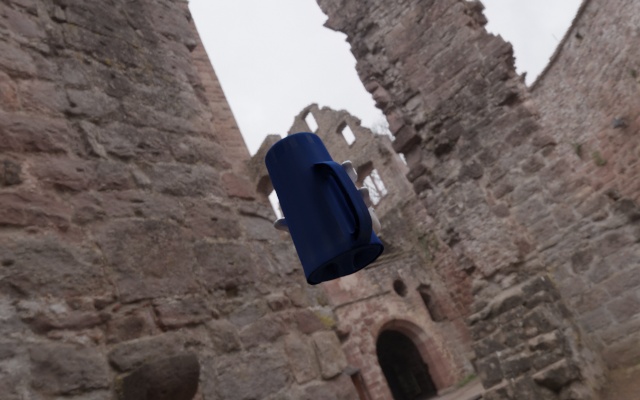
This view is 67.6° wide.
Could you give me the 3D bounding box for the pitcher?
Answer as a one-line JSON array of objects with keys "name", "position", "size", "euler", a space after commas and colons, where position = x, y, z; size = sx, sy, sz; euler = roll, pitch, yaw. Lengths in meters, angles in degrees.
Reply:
[{"name": "pitcher", "position": [0.000, 0.003, 0.789], "size": [0.149, 0.242, 0.145], "euler": [-31, -24, 13]}]
